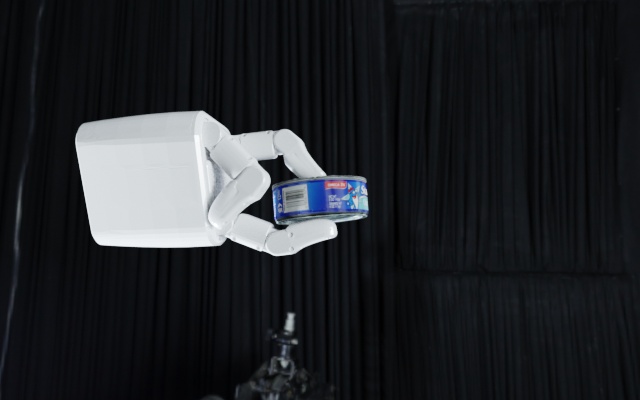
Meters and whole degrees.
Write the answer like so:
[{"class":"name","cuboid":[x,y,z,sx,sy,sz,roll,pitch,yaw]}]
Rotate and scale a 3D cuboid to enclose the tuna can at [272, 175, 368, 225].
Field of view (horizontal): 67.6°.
[{"class":"tuna can","cuboid":[0.000,0.002,0.431,0.086,0.033,0.086,-4,-7,-1]}]
